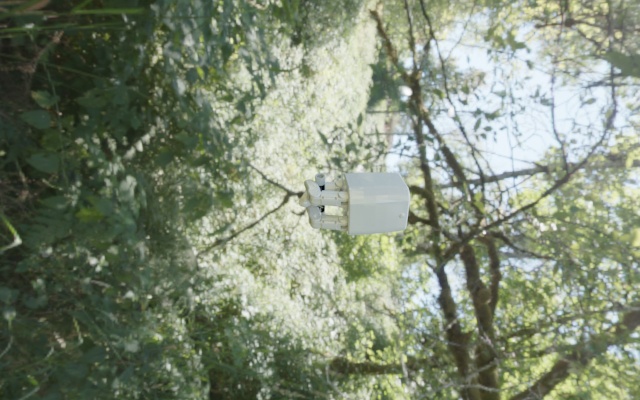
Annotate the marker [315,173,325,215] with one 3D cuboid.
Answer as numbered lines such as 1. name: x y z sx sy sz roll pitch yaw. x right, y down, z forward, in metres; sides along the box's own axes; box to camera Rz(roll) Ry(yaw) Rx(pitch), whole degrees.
1. marker: 0.000 0.003 0.884 0.020 0.121 0.020 -1 39 0
